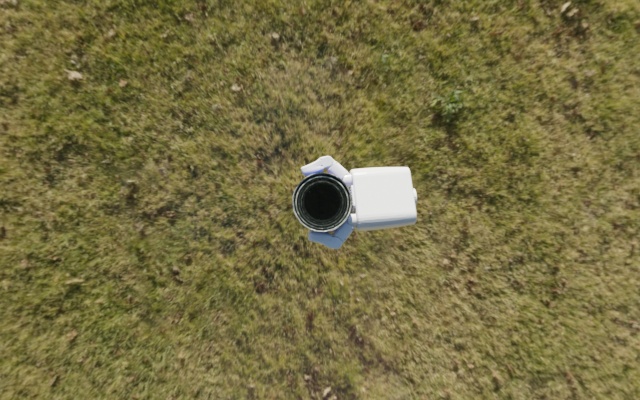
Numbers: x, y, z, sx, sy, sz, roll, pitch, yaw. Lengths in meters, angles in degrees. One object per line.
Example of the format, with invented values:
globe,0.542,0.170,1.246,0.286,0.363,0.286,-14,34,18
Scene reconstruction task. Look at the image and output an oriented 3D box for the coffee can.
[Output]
coffee can,0.000,0.003,0.878,0.103,0.103,0.140,0,0,-2
